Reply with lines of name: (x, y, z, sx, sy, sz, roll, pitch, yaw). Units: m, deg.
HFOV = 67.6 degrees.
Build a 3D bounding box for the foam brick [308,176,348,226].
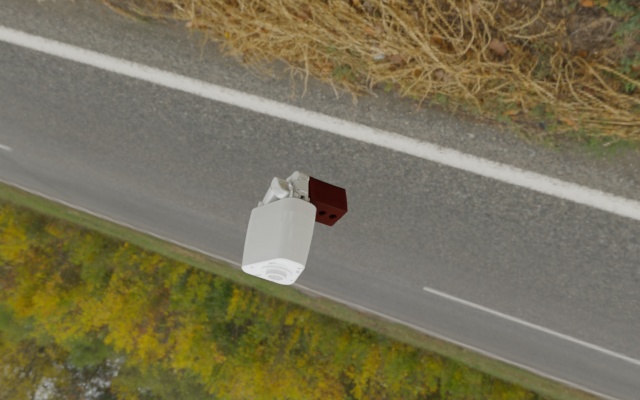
foam brick: (0.000, 0.003, 0.819, 0.078, 0.051, 0.053, 18, -44, -28)
